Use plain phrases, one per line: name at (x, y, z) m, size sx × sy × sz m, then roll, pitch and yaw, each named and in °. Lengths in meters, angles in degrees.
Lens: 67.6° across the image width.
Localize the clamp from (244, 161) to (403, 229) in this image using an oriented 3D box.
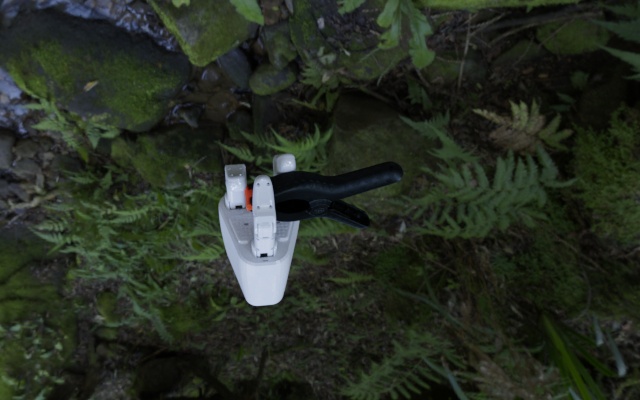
clamp at (0.000, 0.002, 0.546) m, size 0.171 × 0.039 × 0.120 m, roll -3°, pitch -38°, yaw -9°
